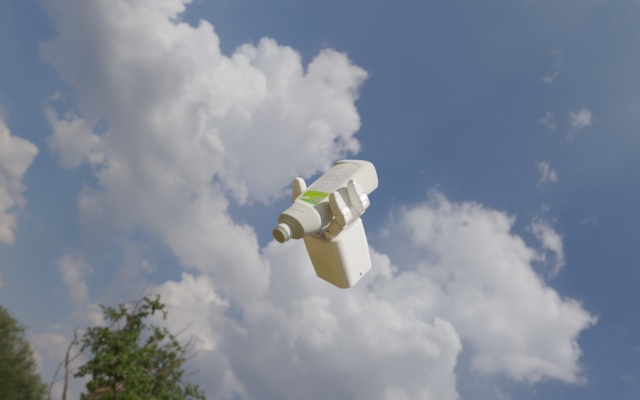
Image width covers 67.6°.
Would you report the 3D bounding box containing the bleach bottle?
[{"bbox_3d":[0.000,0.003,0.874,0.102,0.068,0.250,3,28,41],"label":"bleach bottle"}]
